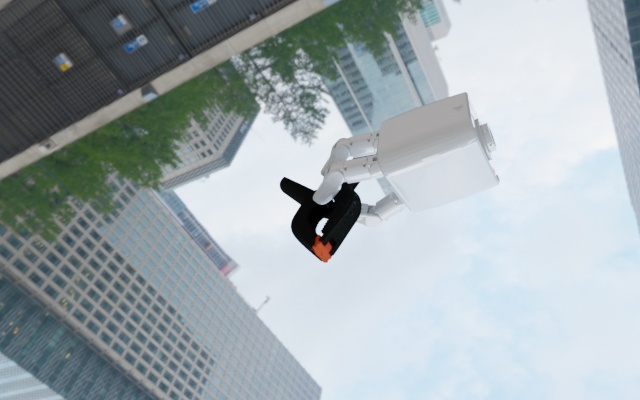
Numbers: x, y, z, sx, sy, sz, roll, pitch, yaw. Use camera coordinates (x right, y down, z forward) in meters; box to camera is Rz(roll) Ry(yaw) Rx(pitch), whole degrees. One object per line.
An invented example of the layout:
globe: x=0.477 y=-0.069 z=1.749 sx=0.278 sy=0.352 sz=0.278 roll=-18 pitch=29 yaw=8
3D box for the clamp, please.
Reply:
clamp: x=0.001 y=0.003 z=0.619 sx=0.164 sy=0.036 sz=0.209 roll=-20 pitch=31 yaw=25
